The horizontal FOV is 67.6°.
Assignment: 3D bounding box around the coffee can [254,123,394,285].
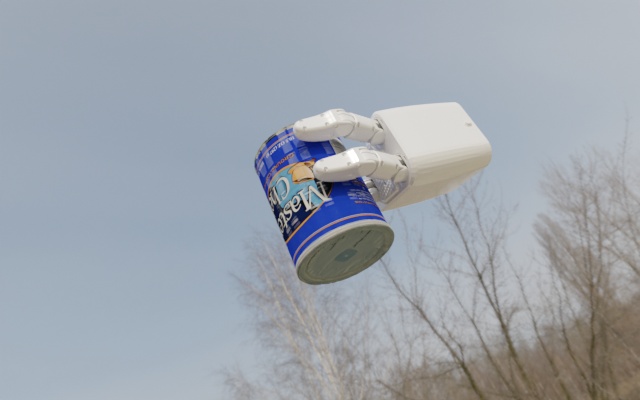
[{"bbox_3d":[0.000,0.002,0.499,0.103,0.140,0.103,-18,-32,-12],"label":"coffee can"}]
